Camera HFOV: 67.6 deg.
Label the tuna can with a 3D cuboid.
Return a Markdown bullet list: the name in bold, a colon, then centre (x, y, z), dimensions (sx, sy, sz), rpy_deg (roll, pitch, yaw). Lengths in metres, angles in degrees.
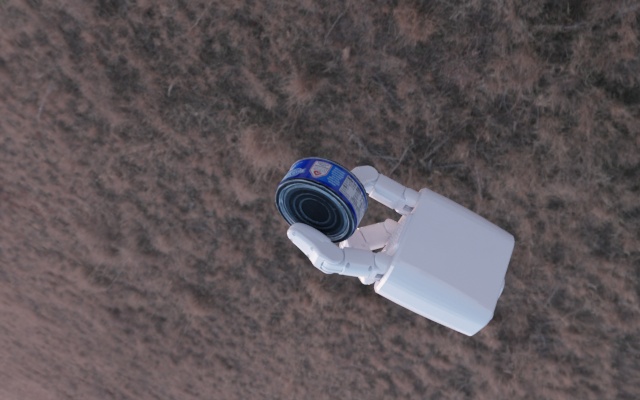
- **tuna can**: centre (0.000, 0.002, 0.459), dimensions (0.086, 0.086, 0.033), rpy_deg (0, 41, 34)
